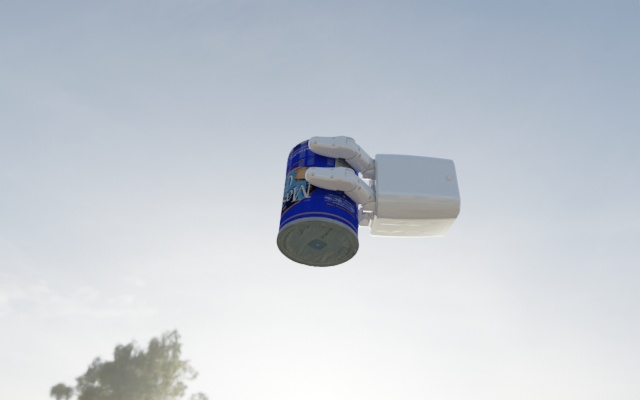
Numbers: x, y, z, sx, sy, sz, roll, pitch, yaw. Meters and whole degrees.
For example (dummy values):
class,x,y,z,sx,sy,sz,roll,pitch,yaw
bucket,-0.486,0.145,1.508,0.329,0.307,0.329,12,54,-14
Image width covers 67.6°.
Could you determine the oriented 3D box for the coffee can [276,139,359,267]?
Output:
class,x,y,z,sx,sy,sz,roll,pitch,yaw
coffee can,0.000,0.002,0.632,0.103,0.140,0.103,2,-39,2
